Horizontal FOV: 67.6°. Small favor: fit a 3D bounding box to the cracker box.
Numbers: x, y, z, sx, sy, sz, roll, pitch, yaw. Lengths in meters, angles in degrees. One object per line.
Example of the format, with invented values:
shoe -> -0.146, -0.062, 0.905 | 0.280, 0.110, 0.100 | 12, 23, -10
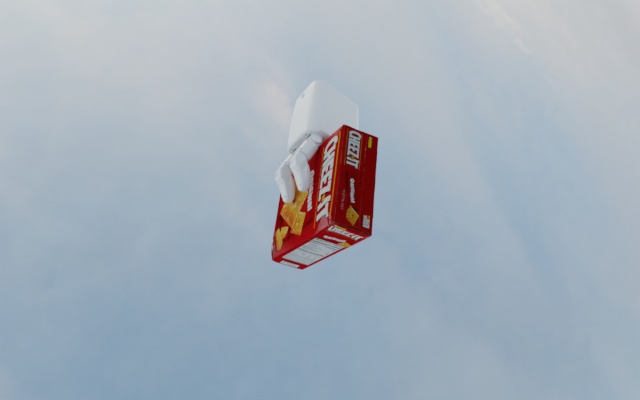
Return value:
cracker box -> 0.000, 0.003, 0.757 | 0.072, 0.164, 0.214 | 18, -28, -23
